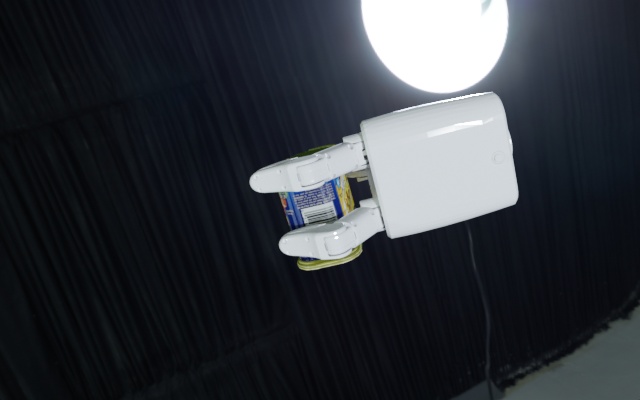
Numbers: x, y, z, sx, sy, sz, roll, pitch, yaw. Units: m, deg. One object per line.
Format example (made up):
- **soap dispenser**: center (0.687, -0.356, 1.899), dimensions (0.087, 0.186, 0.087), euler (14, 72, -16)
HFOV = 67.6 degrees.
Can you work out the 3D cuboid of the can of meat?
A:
- **can of meat**: center (0.000, 0.001, 0.429), dimensions (0.057, 0.084, 0.102), euler (-13, 15, 9)
